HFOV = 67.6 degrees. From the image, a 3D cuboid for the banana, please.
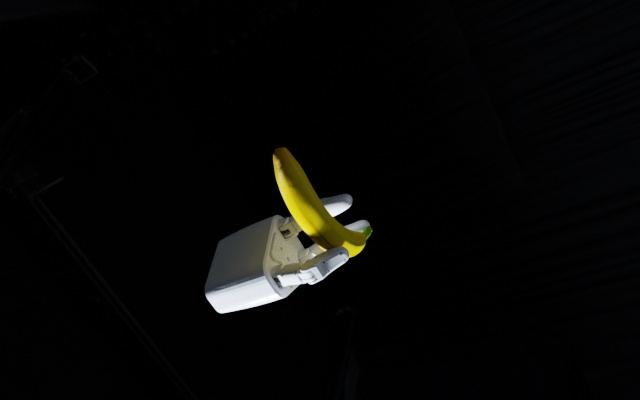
[{"bbox_3d":[0.001,0.018,0.571,0.037,0.069,0.198,-21,-43,27],"label":"banana"}]
